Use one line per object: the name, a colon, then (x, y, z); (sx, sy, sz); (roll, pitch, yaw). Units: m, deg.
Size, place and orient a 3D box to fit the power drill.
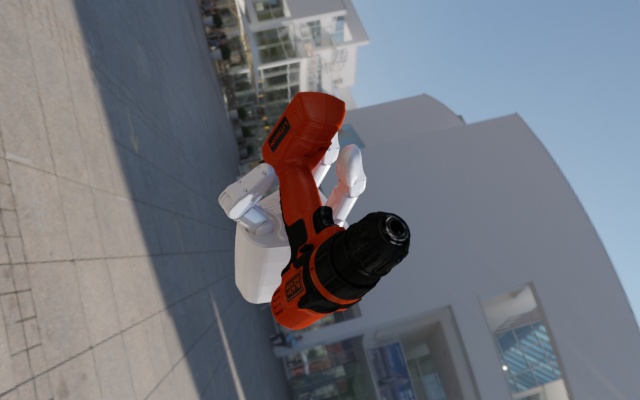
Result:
power drill: (0.000, 0.001, 0.412); (0.057, 0.187, 0.184); (8, -32, -28)
